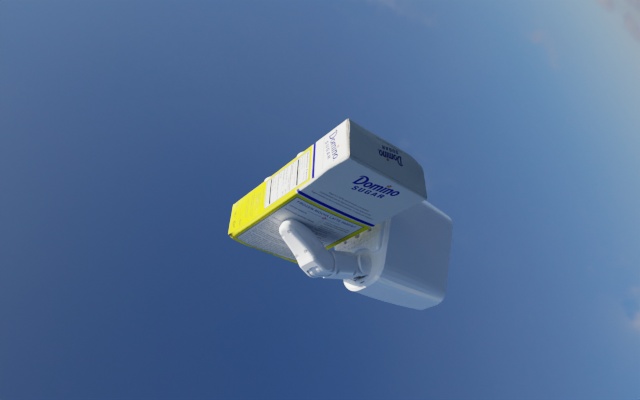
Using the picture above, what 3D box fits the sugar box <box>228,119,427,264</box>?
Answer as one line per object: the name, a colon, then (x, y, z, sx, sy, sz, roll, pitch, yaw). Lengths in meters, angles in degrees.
sugar box: (0.000, 0.001, 0.443, 0.093, 0.048, 0.176, 25, -41, -33)
